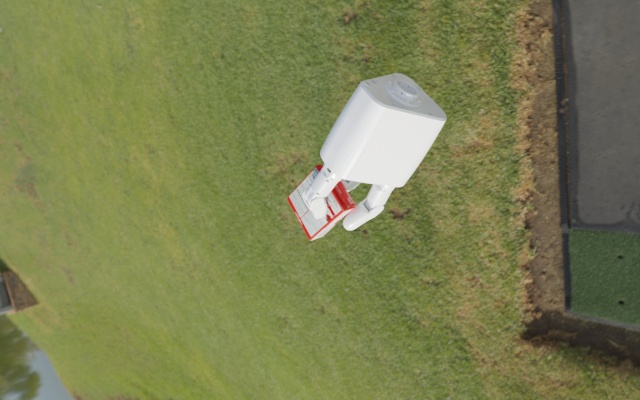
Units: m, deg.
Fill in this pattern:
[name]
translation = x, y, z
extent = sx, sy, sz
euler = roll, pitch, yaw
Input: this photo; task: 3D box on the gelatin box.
[gelatin box]
translation = 0.000, 0.002, 0.661
extent = 0.030, 0.073, 0.089
euler = -15, -21, -44
